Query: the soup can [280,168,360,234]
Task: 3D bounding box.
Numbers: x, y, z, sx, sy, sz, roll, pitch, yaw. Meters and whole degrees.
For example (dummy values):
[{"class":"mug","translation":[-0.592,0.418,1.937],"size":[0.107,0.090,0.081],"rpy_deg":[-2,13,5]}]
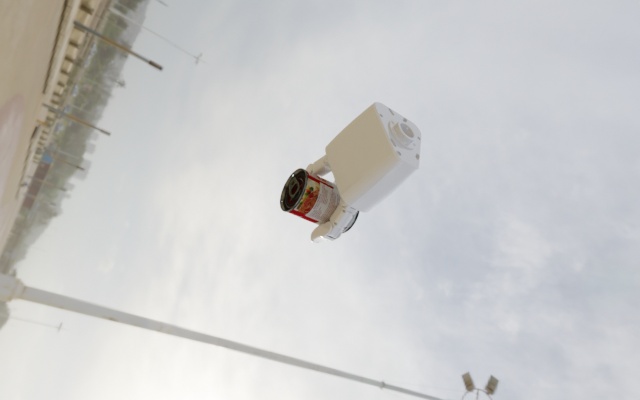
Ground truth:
[{"class":"soup can","translation":[0.000,0.003,0.713],"size":[0.102,0.068,0.068],"rpy_deg":[24,-12,-29]}]
